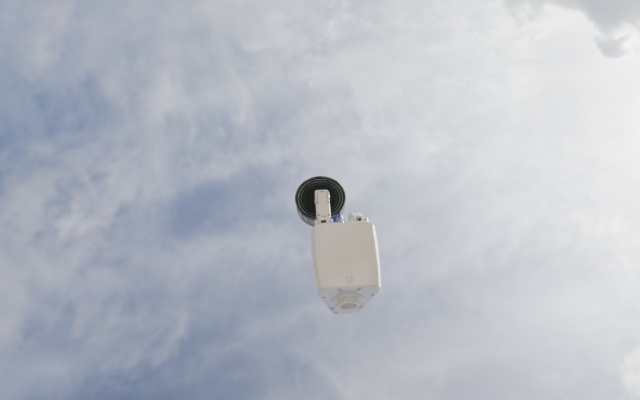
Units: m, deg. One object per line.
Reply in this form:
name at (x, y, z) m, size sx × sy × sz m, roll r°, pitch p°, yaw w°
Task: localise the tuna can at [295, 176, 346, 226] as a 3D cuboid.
tuna can at (0.000, 0.003, 0.817) m, size 0.086 × 0.086 × 0.034 m, roll 0°, pitch -31°, yaw 2°
